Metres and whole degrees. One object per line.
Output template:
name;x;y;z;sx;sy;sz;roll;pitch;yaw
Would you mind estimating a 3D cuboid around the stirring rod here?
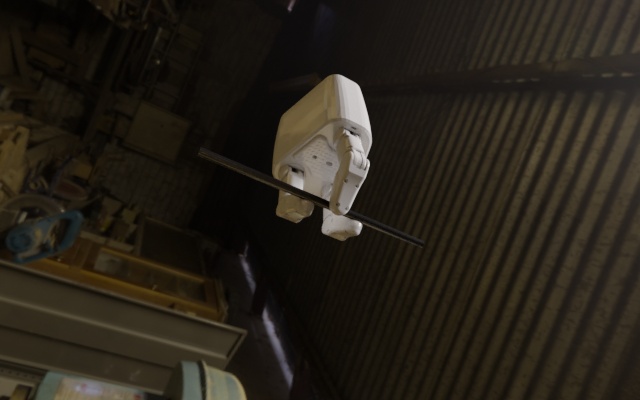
stirring rod;0.000;0.001;0.449;0.239;0.011;0.011;23;-8;-20
